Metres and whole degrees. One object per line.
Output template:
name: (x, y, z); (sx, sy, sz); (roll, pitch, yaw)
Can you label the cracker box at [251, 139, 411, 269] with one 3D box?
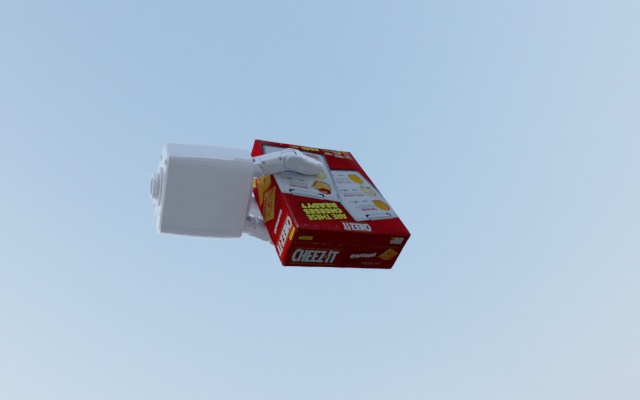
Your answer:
cracker box: (0.000, 0.002, 0.667); (0.164, 0.072, 0.213); (5, 33, -27)
